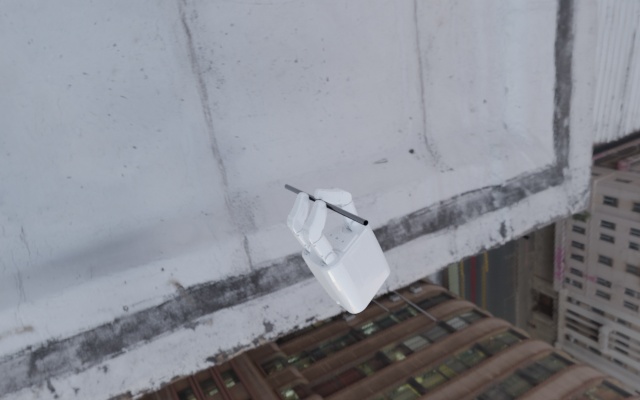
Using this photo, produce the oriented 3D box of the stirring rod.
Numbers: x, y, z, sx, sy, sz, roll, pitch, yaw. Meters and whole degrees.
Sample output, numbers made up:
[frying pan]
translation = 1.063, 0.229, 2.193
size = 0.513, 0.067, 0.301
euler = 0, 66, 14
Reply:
[stirring rod]
translation = 0.000, 0.002, 0.711
size = 0.011, 0.011, 0.239
euler = 0, 13, -30
